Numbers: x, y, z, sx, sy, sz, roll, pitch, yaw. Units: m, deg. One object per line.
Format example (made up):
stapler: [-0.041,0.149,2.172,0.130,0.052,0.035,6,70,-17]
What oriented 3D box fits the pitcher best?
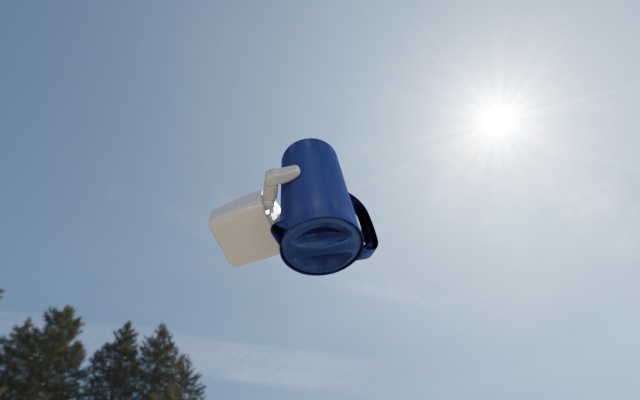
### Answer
pitcher: [0.000,0.003,0.830,0.145,0.149,0.242,-20,40,10]
